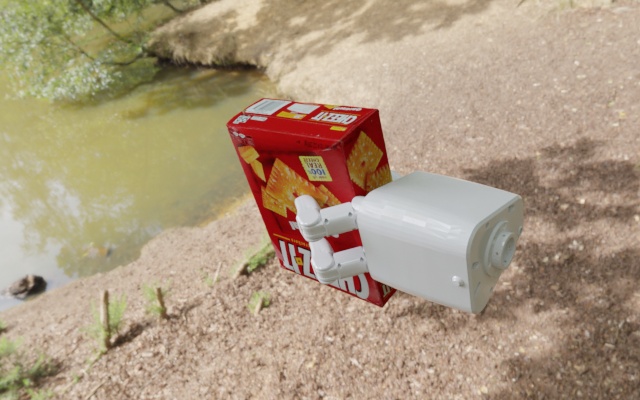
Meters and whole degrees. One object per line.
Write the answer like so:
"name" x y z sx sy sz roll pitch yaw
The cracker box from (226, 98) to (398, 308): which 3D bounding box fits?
"cracker box" 0.000 0.001 0.527 0.164 0.214 0.072 15 44 39
